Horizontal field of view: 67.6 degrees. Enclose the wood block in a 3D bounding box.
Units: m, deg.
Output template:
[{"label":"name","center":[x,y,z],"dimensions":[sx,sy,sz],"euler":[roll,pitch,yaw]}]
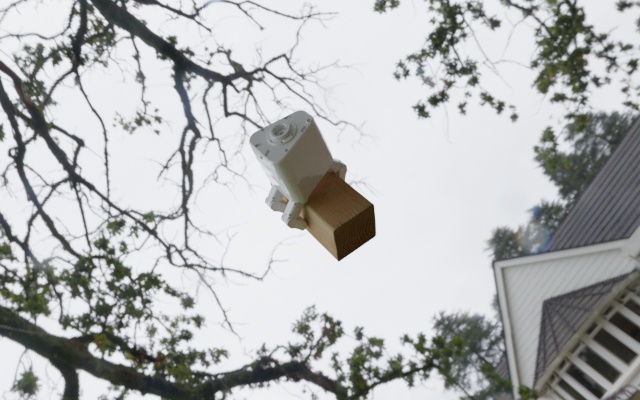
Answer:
[{"label":"wood block","center":[0.000,0.002,0.878],"dimensions":[0.091,0.090,0.206],"euler":[-32,50,-19]}]
